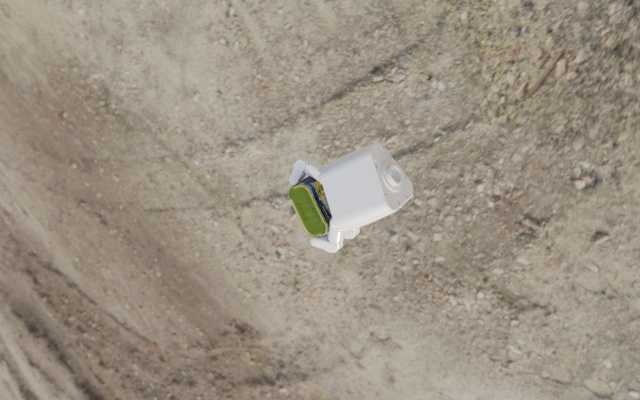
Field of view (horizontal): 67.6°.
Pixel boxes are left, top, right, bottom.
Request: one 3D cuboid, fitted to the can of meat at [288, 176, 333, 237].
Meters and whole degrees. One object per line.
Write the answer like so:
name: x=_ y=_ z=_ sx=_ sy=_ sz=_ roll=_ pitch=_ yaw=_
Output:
can of meat: x=0.000 y=0.003 z=0.828 sx=0.057 sy=0.102 sz=0.084 roll=-19 pitch=10 yaw=41
